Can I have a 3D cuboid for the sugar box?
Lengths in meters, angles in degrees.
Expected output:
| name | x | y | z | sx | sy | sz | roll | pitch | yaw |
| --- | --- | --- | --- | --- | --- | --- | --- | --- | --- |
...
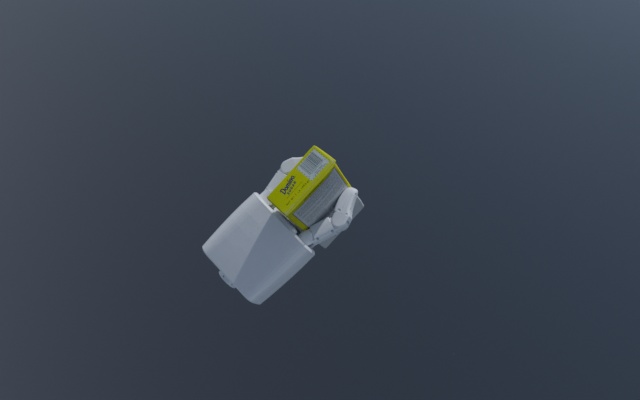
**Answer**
| name | x | y | z | sx | sy | sz | roll | pitch | yaw |
| --- | --- | --- | --- | --- | --- | --- | --- | --- | --- |
| sugar box | 0.000 | 0.002 | 0.667 | 0.048 | 0.093 | 0.176 | 41 | -4 | 23 |
